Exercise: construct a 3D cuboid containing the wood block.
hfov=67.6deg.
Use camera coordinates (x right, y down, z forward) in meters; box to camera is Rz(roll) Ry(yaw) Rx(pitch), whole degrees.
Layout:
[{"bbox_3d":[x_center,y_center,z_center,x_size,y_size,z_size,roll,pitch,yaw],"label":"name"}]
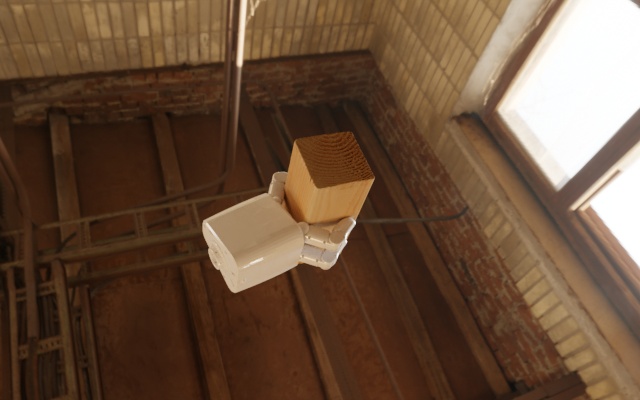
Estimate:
[{"bbox_3d":[0.000,0.002,0.728,0.090,0.090,0.206,-11,-32,-21],"label":"wood block"}]
